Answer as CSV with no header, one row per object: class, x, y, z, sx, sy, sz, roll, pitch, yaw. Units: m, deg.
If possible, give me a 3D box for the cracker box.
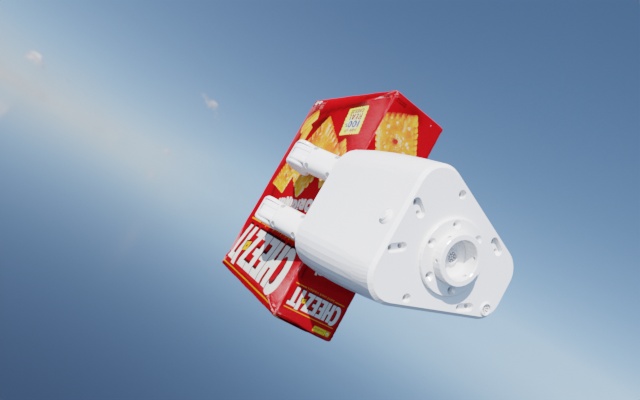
cracker box,0.000,0.001,0.471,0.072,0.213,0.164,33,-7,-26
